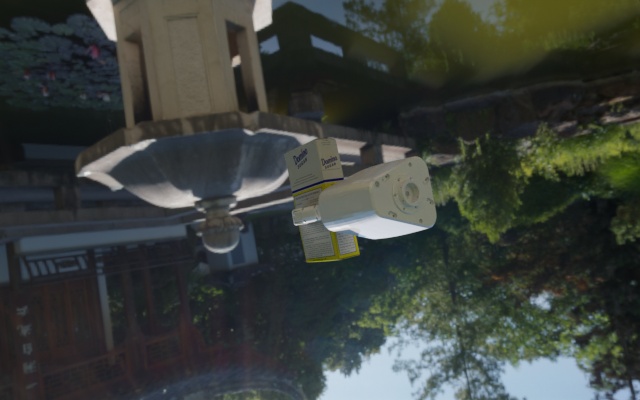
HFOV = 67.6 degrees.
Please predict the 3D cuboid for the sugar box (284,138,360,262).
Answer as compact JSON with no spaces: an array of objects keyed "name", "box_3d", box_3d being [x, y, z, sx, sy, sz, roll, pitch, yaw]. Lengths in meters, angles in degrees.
[{"name":"sugar box","box_3d":[0.001,0.002,0.719,0.048,0.176,0.093,-6,-5,-35]}]
